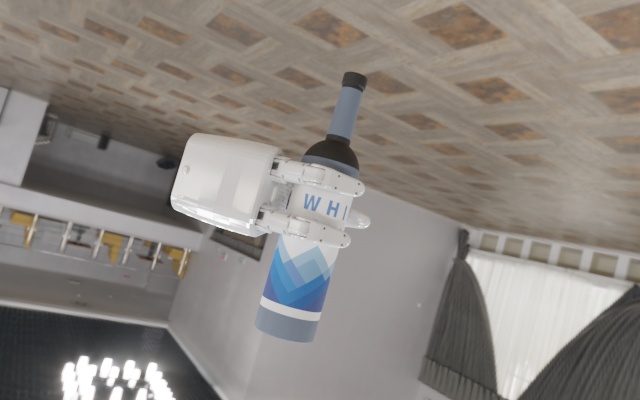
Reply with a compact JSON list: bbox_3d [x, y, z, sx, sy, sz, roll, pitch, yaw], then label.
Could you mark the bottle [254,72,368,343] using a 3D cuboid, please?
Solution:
[{"bbox_3d":[0.000,0.002,0.526,0.069,0.295,0.069,16,-4,1],"label":"bottle"}]
